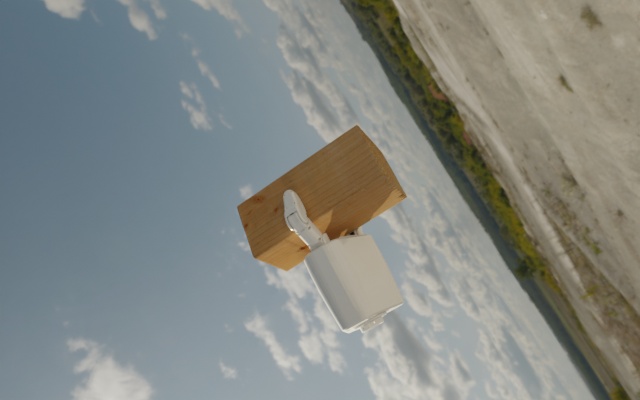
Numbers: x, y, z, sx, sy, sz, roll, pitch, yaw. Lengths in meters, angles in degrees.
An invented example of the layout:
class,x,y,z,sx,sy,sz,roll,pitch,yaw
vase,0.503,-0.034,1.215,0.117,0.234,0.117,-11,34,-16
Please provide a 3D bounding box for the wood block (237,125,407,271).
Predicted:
class,x,y,z,sx,sy,sz,roll,pitch,yaw
wood block,0.000,0.002,0.661,0.206,0.090,0.091,-33,-33,15
